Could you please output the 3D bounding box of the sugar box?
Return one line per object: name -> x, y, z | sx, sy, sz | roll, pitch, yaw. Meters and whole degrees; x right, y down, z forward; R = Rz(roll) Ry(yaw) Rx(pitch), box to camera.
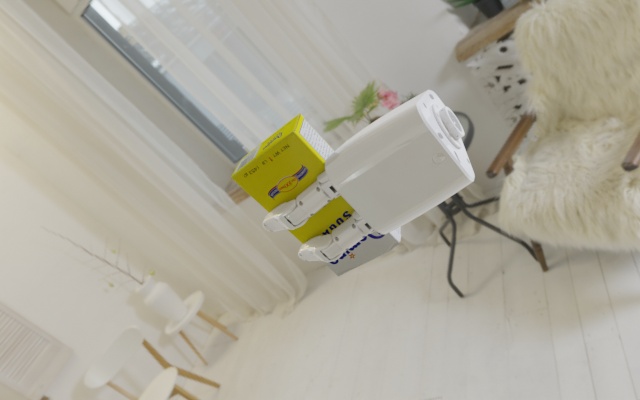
sugar box -> 0.000, 0.002, 0.516 | 0.093, 0.176, 0.048 | -32, 24, 29
